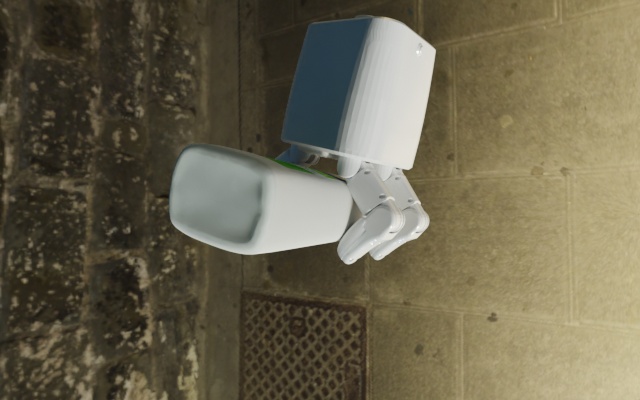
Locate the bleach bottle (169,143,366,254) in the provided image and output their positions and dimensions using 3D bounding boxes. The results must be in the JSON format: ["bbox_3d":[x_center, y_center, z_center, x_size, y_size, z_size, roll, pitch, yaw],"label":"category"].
[{"bbox_3d":[0.000,0.001,0.421,0.102,0.068,0.251,16,8,33],"label":"bleach bottle"}]
